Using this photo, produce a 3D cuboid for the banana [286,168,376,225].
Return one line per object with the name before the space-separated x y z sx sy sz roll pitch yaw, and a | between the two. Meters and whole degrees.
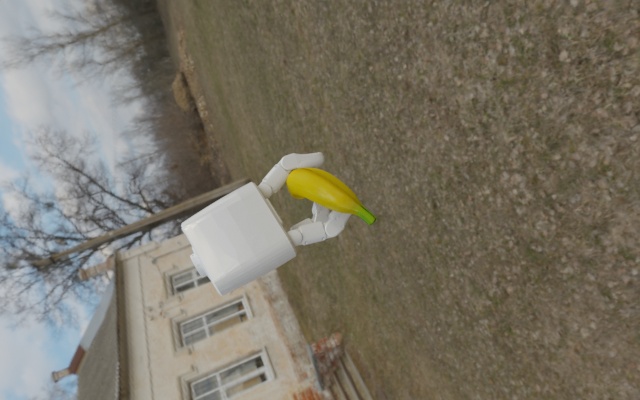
banana | -0.008 -0.012 0.595 0.037 0.070 0.197 -39 25 -14
